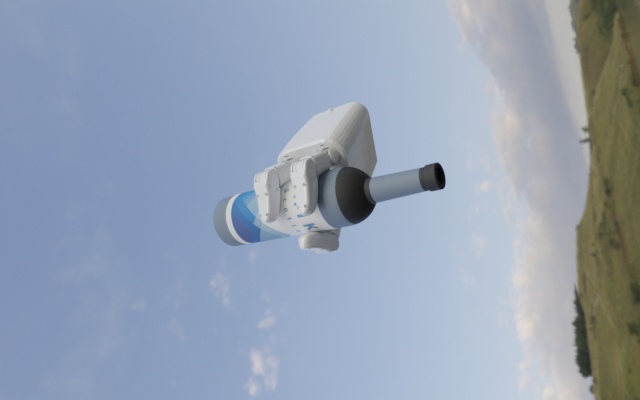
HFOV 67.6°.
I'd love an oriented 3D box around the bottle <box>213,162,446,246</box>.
[{"bbox_3d":[0.000,0.002,0.552,0.296,0.069,0.069,-13,-7,35],"label":"bottle"}]
